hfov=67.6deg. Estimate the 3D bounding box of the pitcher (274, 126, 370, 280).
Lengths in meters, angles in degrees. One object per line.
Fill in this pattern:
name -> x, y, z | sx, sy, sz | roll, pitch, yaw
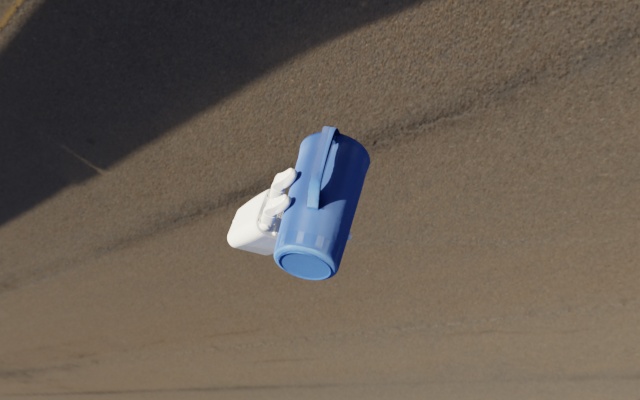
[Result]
pitcher -> 0.000, 0.003, 0.819 | 0.149, 0.242, 0.145 | 36, -39, -28
